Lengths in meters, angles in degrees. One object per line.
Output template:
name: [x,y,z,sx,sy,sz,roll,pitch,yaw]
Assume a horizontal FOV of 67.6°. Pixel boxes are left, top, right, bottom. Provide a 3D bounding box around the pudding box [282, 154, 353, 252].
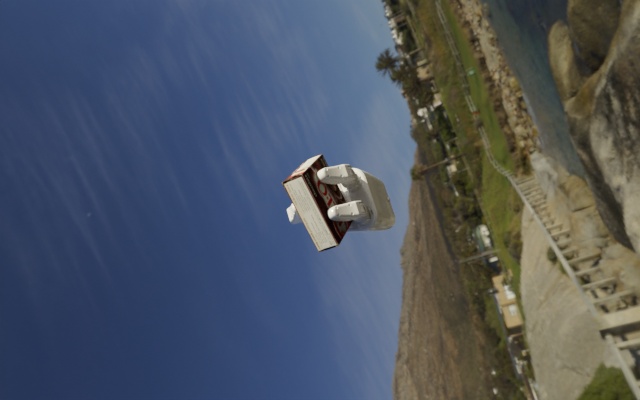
pudding box: [0.000,0.002,0.670,0.039,0.113,0.090,-24,13,25]
